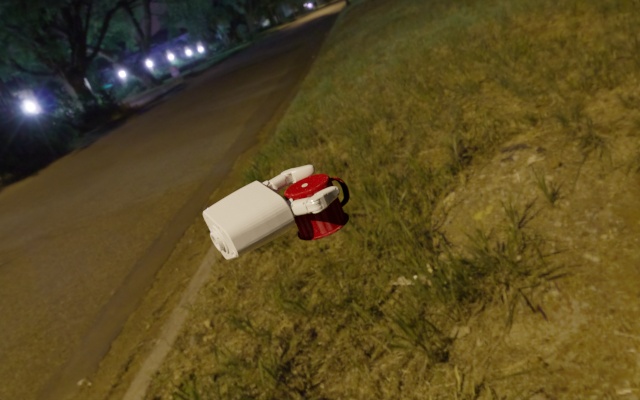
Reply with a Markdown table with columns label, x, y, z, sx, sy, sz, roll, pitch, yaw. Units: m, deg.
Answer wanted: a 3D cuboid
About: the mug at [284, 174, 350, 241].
| label | x | y | z | sx | sy | sz | roll | pitch | yaw |
| --- | --- | --- | --- | --- | --- | --- | --- | --- | --- |
| mug | 0.001 | 0.002 | 0.797 | 0.117 | 0.081 | 0.093 | -31 | 21 | -24 |
